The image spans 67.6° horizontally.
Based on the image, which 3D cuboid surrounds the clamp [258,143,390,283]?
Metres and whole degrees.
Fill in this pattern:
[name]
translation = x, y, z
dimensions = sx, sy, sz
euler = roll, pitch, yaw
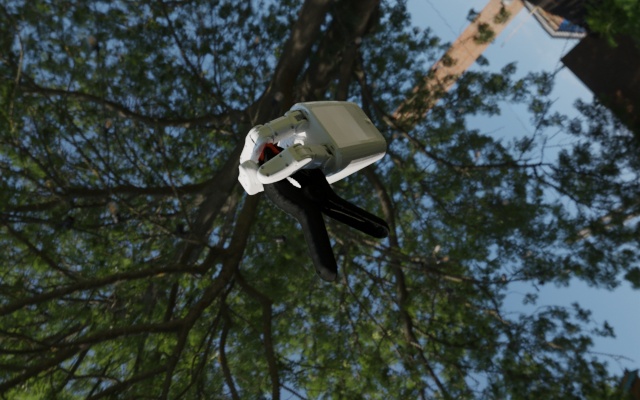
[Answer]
[clamp]
translation = 0.000, 0.002, 0.534
dimensions = 0.120, 0.171, 0.039
euler = -17, -24, -48
